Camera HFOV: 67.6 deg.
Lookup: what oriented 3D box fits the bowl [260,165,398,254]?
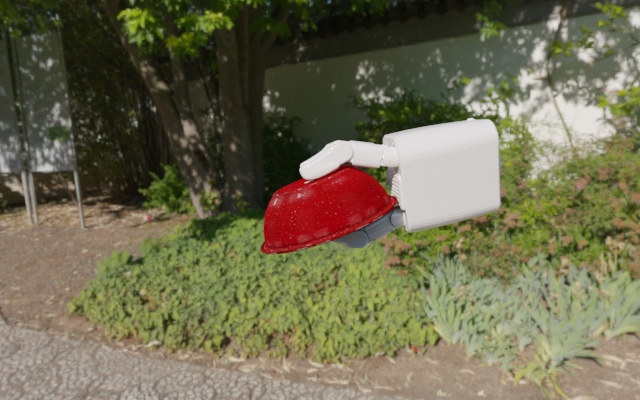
[{"bbox_3d":[-0.001,0.002,0.528,0.162,0.055,0.162,-20,9,3],"label":"bowl"}]
